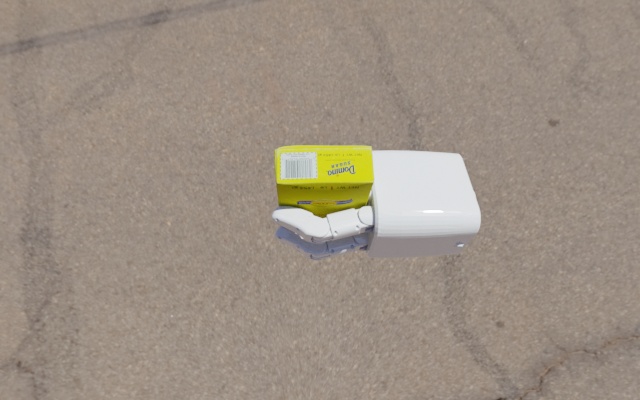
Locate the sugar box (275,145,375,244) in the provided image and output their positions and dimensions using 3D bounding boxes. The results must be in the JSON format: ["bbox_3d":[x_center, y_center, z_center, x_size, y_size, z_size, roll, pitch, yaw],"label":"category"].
[{"bbox_3d":[0.000,0.002,0.520,0.093,0.048,0.176,0,-26,-2],"label":"sugar box"}]
